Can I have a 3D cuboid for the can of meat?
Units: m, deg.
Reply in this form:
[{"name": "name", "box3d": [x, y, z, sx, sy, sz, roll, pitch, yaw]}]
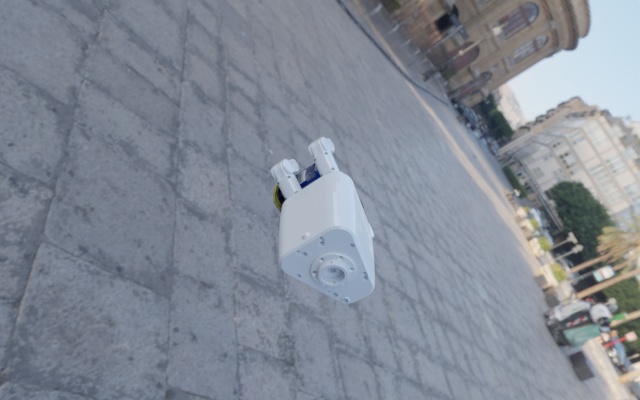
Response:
[{"name": "can of meat", "box3d": [0.000, 0.002, 0.646, 0.084, 0.102, 0.057, -32, 25, 19]}]
